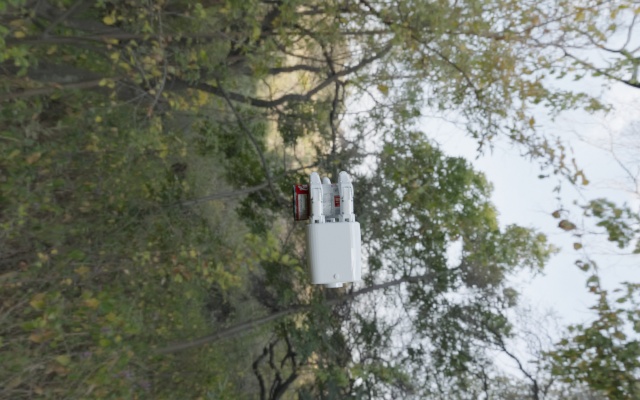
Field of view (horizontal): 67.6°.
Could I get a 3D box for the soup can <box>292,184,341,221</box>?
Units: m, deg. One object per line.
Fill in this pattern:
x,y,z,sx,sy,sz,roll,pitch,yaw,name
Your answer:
0.000,0.002,0.898,0.102,0.068,0.068,-2,0,-6,soup can
